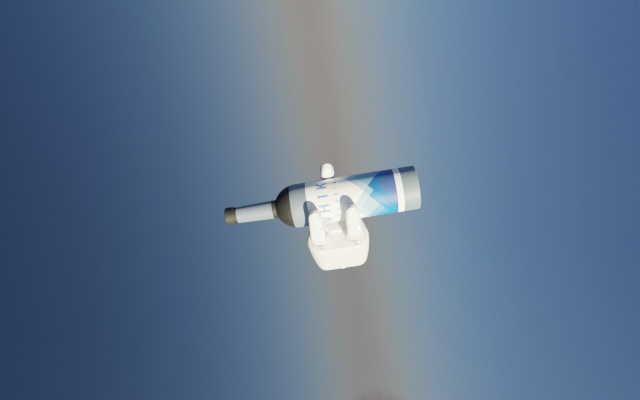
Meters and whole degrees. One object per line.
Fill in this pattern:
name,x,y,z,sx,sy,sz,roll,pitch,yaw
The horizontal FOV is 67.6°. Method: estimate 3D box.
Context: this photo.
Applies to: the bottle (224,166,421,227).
bottle,0.000,0.002,0.732,0.296,0.069,0.069,-9,0,2
